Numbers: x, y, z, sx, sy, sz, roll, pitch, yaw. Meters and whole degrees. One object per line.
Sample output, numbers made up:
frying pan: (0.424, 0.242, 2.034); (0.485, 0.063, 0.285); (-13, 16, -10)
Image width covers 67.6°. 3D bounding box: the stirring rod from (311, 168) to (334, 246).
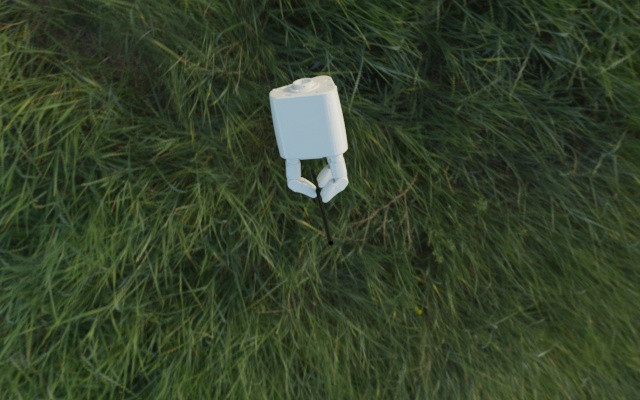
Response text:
stirring rod: (0.000, 0.003, 0.798); (0.011, 0.011, 0.239); (0, 30, -8)
